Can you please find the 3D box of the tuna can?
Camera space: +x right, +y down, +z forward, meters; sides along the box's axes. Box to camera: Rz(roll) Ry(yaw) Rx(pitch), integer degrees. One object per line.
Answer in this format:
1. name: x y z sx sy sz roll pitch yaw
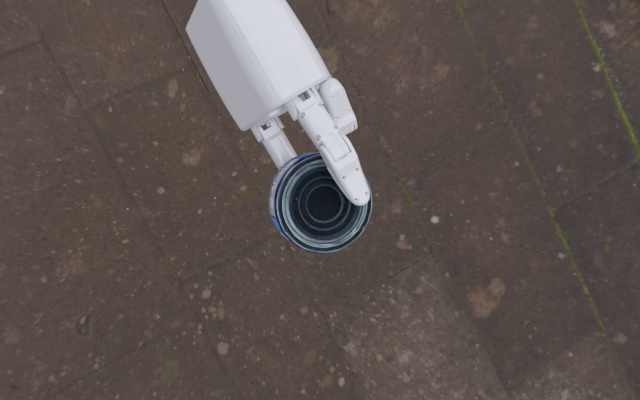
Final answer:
1. tuna can: 0.000 0.001 0.408 0.086 0.086 0.034 0 5 -15
